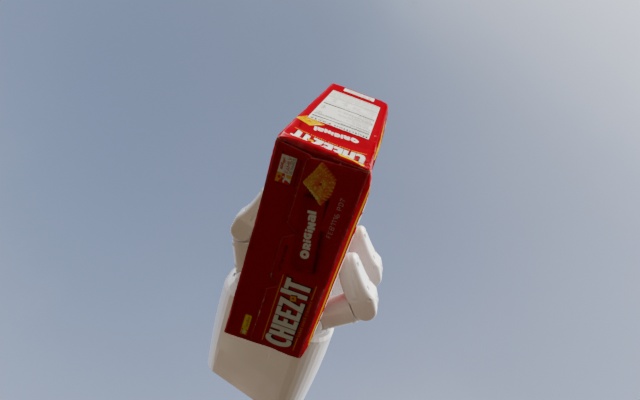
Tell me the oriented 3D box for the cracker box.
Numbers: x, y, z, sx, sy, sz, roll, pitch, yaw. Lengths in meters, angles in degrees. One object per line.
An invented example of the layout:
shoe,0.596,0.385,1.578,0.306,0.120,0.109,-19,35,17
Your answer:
cracker box,0.000,0.001,0.419,0.072,0.164,0.213,19,25,3
